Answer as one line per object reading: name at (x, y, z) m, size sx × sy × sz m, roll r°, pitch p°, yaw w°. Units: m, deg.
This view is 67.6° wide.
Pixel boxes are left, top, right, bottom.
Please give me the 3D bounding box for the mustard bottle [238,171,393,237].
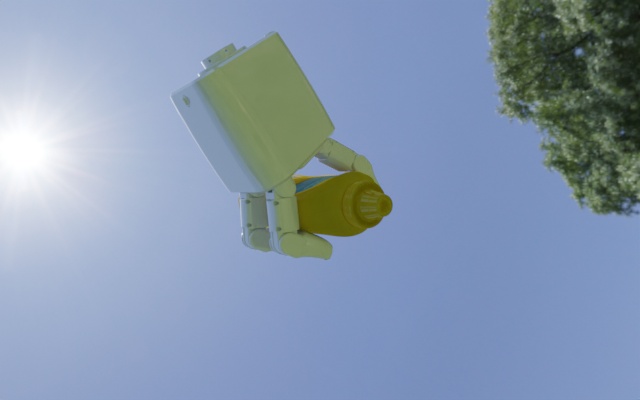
mustard bottle at (0.000, 0.002, 0.469) m, size 0.096 × 0.058 × 0.191 m, roll -14°, pitch 8°, yaw -33°
